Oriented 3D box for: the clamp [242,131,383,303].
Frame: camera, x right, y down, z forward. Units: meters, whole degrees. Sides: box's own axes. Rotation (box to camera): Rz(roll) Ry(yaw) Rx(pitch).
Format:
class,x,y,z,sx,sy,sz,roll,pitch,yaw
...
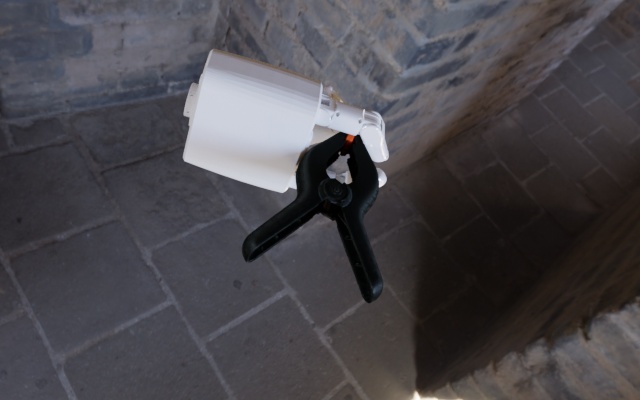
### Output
class,x,y,z,sx,sy,sz,roll,pitch,yaw
clamp,0.000,0.001,0.429,0.120,0.171,0.039,15,-36,-13
